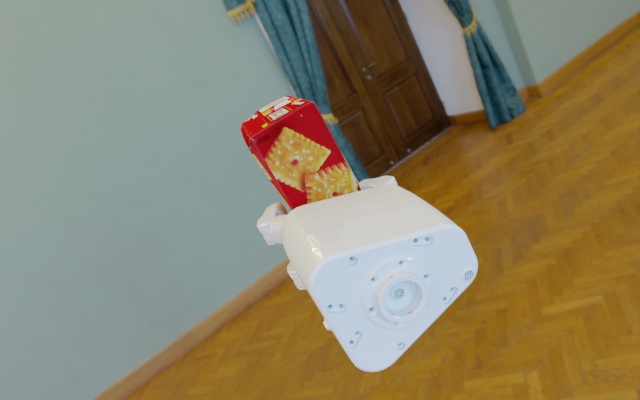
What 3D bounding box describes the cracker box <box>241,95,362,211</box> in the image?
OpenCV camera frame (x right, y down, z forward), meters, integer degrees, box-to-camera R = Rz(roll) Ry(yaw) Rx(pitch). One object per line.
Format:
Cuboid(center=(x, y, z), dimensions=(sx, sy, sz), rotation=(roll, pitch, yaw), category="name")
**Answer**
Cuboid(center=(0.000, 0.001, 0.498), dimensions=(0.072, 0.214, 0.164), rotation=(-30, 18, -3), category="cracker box")
